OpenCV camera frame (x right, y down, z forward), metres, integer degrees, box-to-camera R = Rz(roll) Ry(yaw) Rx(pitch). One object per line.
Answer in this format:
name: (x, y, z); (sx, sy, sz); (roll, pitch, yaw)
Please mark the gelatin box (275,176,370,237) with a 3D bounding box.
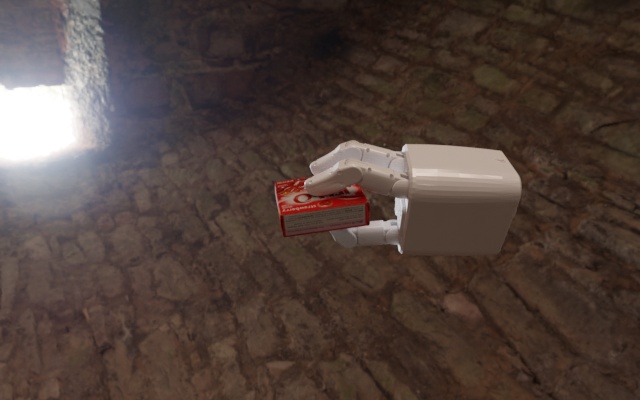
gelatin box: (0.000, 0.002, 0.493); (0.089, 0.030, 0.073); (-8, 29, -6)
